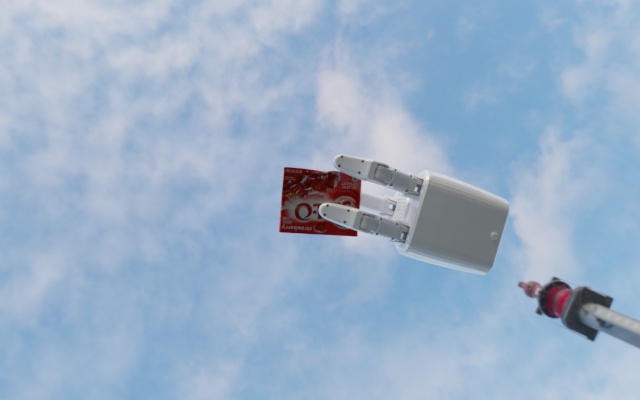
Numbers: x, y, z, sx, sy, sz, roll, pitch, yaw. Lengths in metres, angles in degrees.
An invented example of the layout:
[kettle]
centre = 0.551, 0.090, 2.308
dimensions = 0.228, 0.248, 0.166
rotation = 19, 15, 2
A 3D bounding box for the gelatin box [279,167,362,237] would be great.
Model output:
[gelatin box]
centre = 0.000, 0.002, 0.536
dimensions = 0.089, 0.073, 0.030
rotation = 4, 2, -3
